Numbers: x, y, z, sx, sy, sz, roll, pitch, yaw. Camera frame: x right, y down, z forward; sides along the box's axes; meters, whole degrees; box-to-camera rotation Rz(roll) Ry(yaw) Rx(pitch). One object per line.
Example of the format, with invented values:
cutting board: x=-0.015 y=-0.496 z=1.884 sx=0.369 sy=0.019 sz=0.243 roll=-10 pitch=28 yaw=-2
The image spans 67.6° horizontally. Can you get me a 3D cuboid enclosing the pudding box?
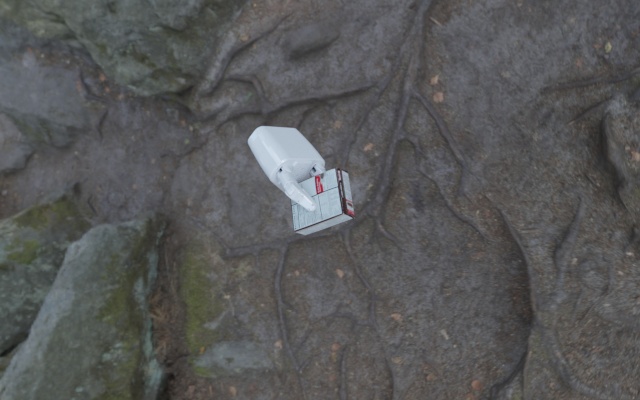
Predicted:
pudding box: x=0.000 y=0.003 z=0.839 sx=0.113 sy=0.090 sz=0.039 roll=-22 pitch=-24 yaw=34
